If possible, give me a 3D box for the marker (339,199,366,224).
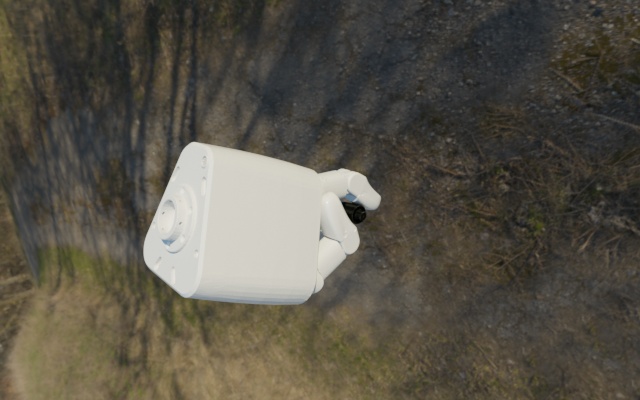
[{"bbox_3d":[0.000,0.002,0.487,0.020,0.020,0.121,0,13,-42],"label":"marker"}]
